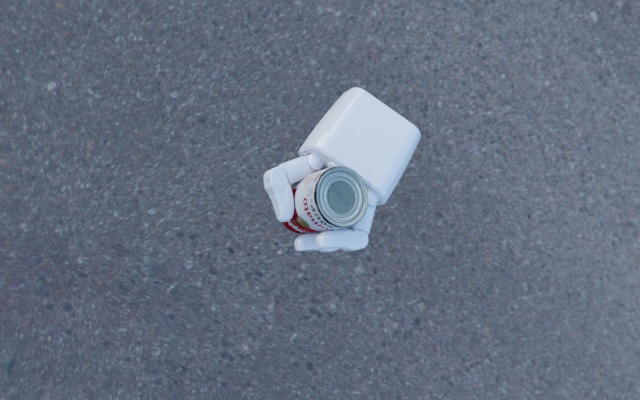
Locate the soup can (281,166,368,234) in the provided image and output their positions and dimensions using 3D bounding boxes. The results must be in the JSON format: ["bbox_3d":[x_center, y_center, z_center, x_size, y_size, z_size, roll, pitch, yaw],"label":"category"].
[{"bbox_3d":[0.000,0.002,0.544,0.068,0.068,0.102,0,-7,-29],"label":"soup can"}]
